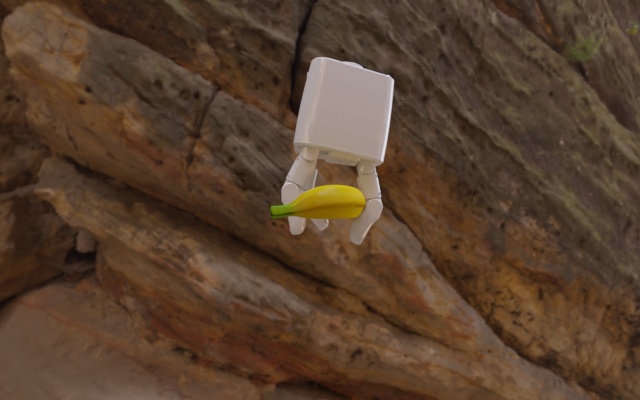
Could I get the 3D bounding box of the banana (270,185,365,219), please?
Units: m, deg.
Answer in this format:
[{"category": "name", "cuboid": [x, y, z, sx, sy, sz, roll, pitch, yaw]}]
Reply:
[{"category": "banana", "cuboid": [0.016, 0.002, 0.544, 0.069, 0.037, 0.198, 1, -1, 22]}]
